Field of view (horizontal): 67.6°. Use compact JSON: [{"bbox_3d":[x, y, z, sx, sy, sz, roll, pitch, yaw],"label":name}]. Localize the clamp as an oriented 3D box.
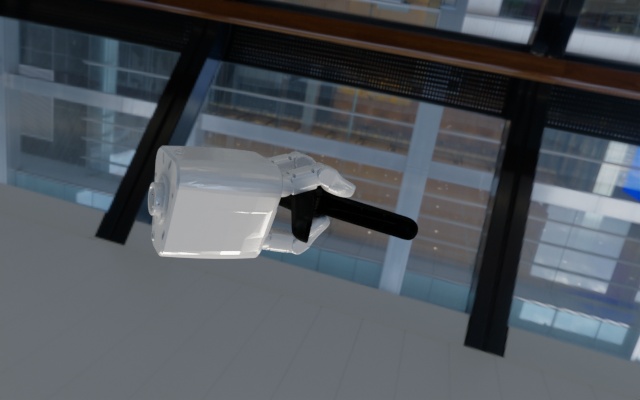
[{"bbox_3d":[-0.001,0.002,0.559,0.164,0.036,0.210,6,16,-33],"label":"clamp"}]
